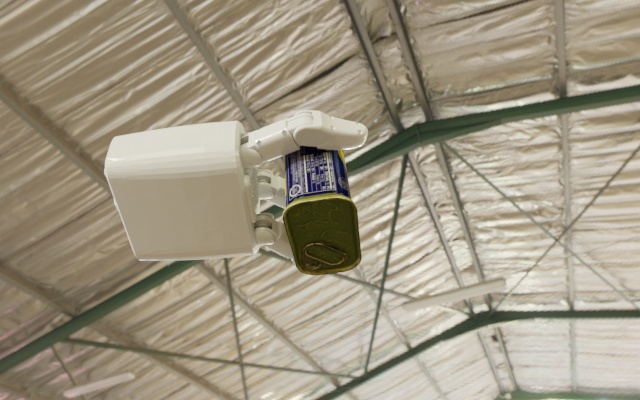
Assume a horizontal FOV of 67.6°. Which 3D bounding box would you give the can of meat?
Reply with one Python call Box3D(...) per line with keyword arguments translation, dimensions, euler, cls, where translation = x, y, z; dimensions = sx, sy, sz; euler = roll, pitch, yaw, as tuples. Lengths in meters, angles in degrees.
Box3D(translation=(0.000, 0.001, 0.411), dimensions=(0.057, 0.083, 0.102), euler=(-8, -41, 2), cls="can of meat")
